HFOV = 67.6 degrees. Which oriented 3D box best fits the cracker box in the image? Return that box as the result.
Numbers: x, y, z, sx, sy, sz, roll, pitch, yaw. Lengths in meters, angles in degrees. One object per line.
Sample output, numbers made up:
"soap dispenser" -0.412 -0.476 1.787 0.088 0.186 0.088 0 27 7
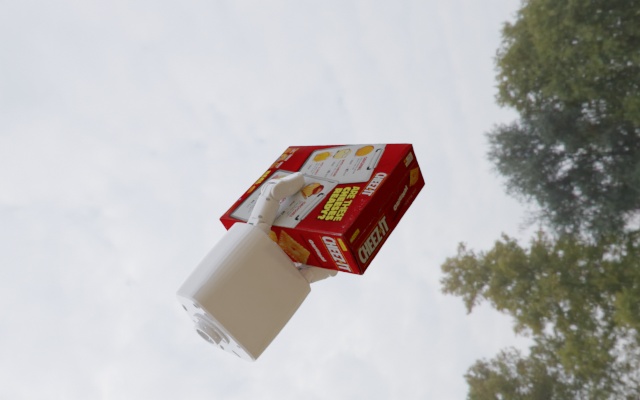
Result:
"cracker box" 0.000 0.002 0.608 0.213 0.072 0.164 5 44 42
